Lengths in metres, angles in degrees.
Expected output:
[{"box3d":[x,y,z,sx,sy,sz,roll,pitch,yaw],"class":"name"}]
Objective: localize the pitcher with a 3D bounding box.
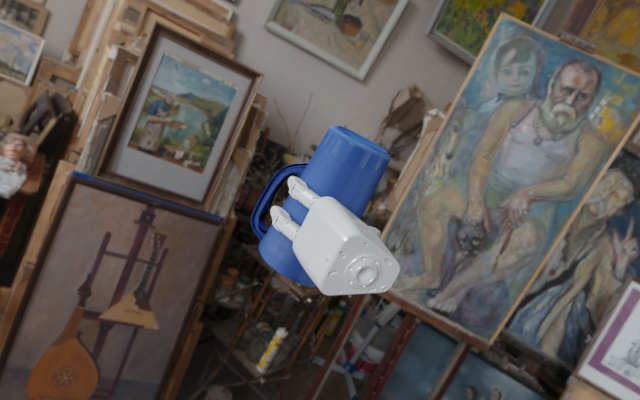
[{"box3d":[0.000,0.003,0.772,0.149,0.243,0.145,21,15,-27],"class":"pitcher"}]
